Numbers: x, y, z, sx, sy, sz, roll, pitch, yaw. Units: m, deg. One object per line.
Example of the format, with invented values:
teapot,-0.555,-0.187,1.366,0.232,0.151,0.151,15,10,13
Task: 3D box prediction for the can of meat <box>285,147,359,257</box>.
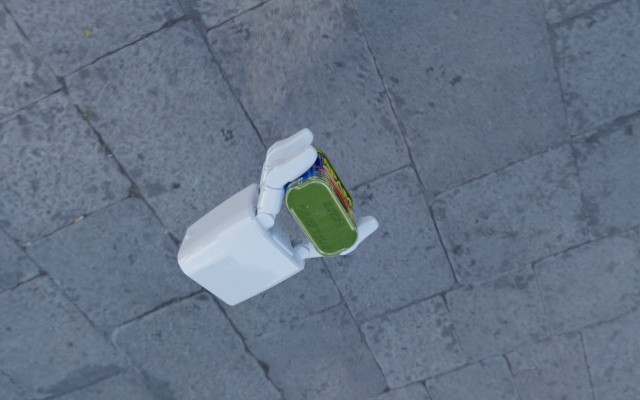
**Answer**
can of meat,0.000,0.002,0.540,0.057,0.102,0.084,-28,25,11
